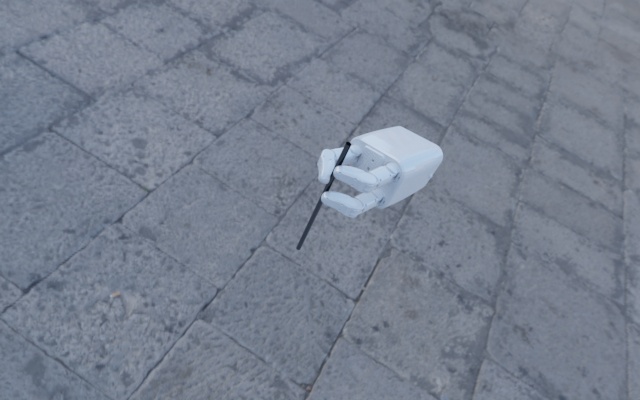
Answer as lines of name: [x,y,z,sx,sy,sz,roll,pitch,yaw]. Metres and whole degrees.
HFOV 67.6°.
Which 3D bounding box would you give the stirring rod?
stirring rod: [0.000,0.002,0.719,0.011,0.011,0.240,0,-40,-24]
